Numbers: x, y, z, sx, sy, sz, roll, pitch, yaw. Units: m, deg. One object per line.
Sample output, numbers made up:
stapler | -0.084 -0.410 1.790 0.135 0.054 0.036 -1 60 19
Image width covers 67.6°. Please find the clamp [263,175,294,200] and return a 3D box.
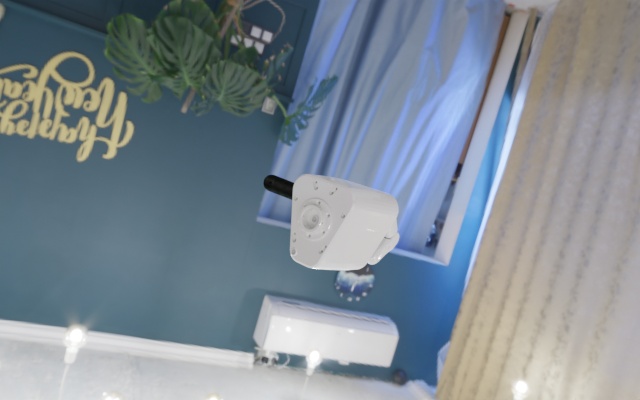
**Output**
clamp | 0.000 0.003 0.702 0.171 0.039 0.120 20 6 36
